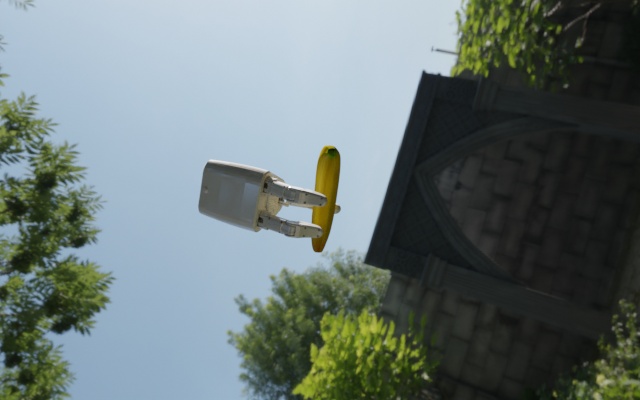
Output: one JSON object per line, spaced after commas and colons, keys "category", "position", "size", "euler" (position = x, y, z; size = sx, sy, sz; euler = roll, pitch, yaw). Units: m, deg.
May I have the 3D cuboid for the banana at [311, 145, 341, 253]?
{"category": "banana", "position": [0.006, -0.010, 0.746], "size": [0.037, 0.198, 0.069], "euler": [13, 36, 11]}
